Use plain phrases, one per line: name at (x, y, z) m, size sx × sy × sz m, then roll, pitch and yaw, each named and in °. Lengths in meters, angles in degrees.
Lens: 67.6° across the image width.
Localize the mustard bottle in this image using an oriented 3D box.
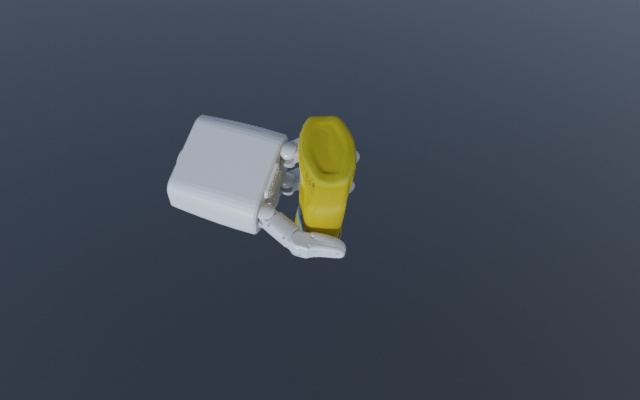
mustard bottle at (0.000, 0.002, 0.546) m, size 0.058 × 0.096 × 0.192 m, roll -3°, pitch -35°, yaw -8°
